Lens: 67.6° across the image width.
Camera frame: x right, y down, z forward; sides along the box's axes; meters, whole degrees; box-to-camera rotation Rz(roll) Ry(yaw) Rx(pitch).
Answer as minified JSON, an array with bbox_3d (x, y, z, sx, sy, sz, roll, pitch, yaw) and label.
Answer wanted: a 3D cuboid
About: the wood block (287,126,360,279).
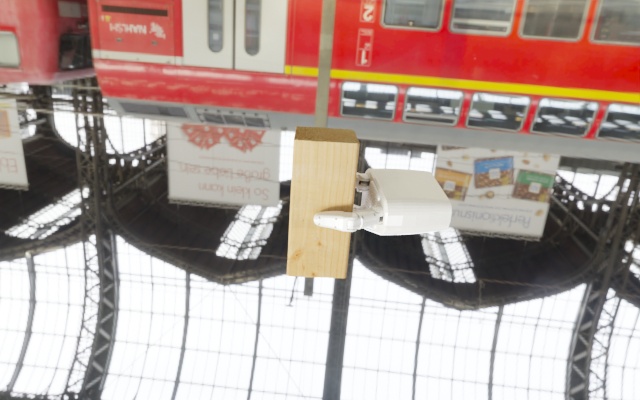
[{"bbox_3d":[0.001,0.003,0.708,0.090,0.206,0.090,3,20,-3],"label":"wood block"}]
